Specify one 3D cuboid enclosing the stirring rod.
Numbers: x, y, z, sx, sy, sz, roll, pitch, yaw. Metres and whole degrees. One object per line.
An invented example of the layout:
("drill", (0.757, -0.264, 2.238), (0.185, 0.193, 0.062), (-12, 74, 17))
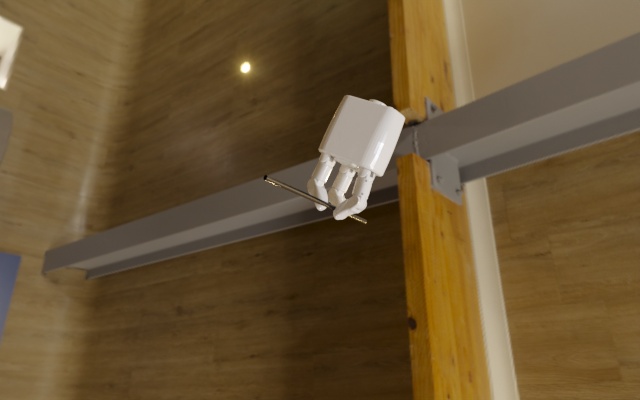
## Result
("stirring rod", (0.000, 0.002, 0.769), (0.011, 0.011, 0.239), (0, -17, 44))
